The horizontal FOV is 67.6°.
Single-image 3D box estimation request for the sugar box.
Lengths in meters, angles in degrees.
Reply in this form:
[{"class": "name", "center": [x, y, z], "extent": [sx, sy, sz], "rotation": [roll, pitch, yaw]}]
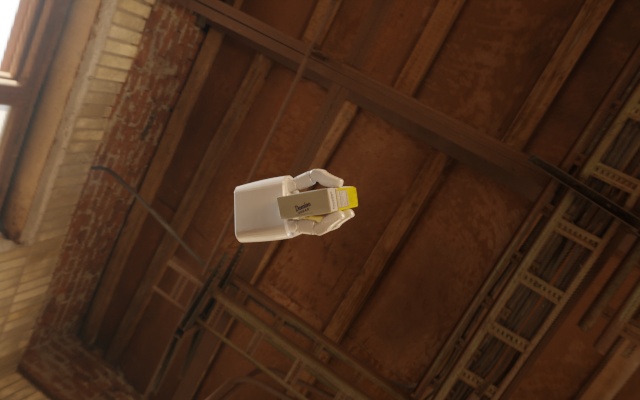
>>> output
[{"class": "sugar box", "center": [0.000, 0.003, 0.856], "extent": [0.093, 0.048, 0.176], "rotation": [-9, 2, 20]}]
